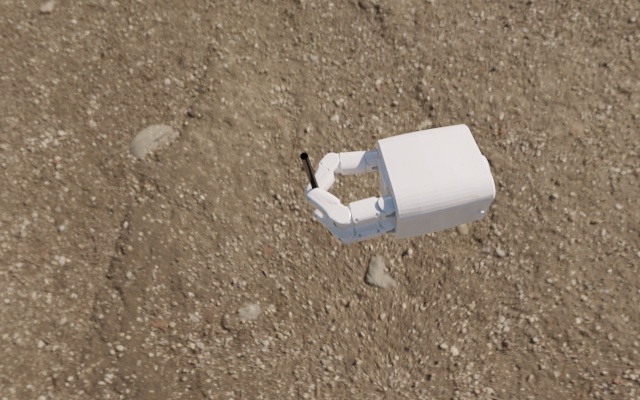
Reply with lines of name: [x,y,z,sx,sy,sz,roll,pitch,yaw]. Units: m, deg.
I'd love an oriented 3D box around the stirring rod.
stirring rod: [0.000,0.002,0.570,0.011,0.011,0.240,0,-22,8]
